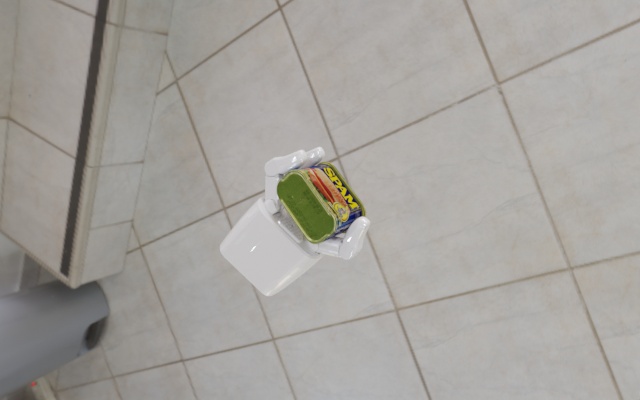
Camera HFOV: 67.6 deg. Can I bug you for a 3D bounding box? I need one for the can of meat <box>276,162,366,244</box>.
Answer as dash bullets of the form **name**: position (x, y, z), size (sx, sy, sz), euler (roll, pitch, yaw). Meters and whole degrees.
- **can of meat**: position (0.000, 0.002, 0.624), size (0.057, 0.102, 0.084), euler (-42, -12, 29)
